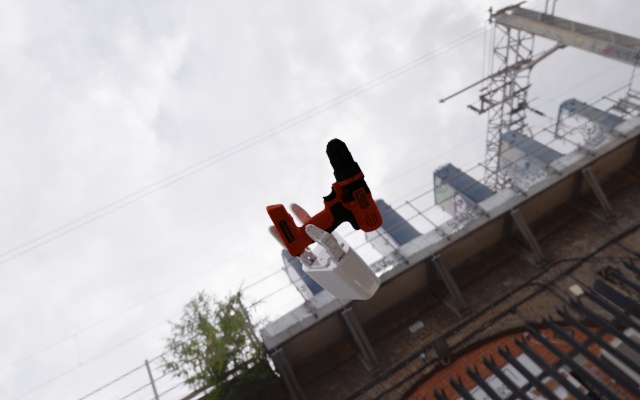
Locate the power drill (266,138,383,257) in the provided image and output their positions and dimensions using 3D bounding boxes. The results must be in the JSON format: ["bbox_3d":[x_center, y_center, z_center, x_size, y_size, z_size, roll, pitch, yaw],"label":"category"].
[{"bbox_3d":[0.000,0.003,0.861,0.187,0.184,0.057,-27,8,-3],"label":"power drill"}]
